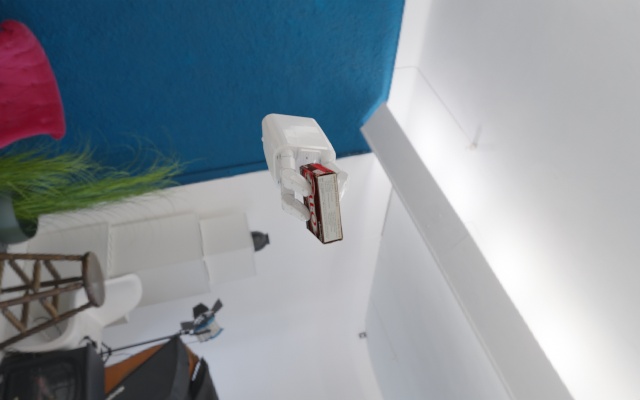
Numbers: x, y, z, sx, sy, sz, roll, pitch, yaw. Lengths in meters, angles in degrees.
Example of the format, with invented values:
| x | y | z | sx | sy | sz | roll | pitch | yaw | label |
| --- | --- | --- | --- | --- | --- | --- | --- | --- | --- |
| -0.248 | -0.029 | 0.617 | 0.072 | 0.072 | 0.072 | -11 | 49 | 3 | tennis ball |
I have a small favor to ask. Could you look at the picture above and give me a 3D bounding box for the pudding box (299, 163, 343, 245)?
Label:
| x | y | z | sx | sy | sz | roll | pitch | yaw | label |
| --- | --- | --- | --- | --- | --- | --- | --- | --- | --- |
| 0.000 | 0.002 | 0.761 | 0.039 | 0.113 | 0.090 | -13 | 17 | -15 | pudding box |
